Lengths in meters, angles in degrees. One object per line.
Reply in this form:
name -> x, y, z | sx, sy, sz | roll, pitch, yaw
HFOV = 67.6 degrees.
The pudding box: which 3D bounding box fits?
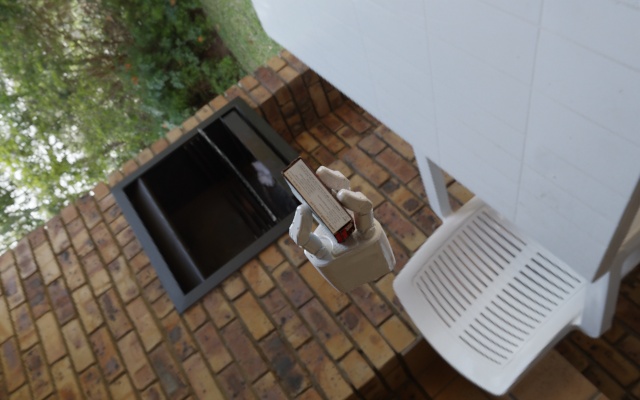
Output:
pudding box -> 0.000, 0.002, 0.652 | 0.039, 0.113, 0.090 | -41, -12, -4
